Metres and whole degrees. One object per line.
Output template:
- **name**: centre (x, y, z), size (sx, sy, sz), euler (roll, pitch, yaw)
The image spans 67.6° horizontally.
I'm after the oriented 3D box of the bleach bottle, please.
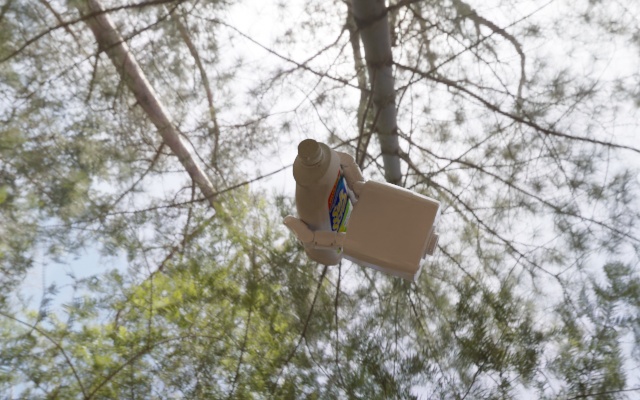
- **bleach bottle**: centre (0.000, 0.002, 0.696), size (0.068, 0.102, 0.251), euler (19, -24, 19)
